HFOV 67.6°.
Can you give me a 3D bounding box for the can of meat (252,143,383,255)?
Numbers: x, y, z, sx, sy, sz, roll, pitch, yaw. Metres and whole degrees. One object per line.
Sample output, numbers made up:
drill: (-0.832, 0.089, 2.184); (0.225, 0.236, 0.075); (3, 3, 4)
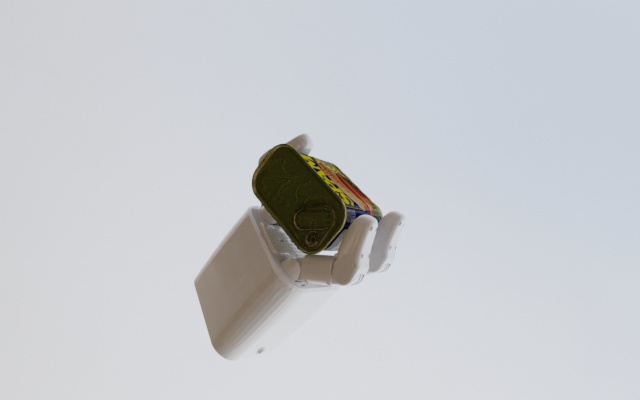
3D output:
can of meat: (0.000, 0.001, 0.439); (0.102, 0.057, 0.084); (48, 18, 26)
